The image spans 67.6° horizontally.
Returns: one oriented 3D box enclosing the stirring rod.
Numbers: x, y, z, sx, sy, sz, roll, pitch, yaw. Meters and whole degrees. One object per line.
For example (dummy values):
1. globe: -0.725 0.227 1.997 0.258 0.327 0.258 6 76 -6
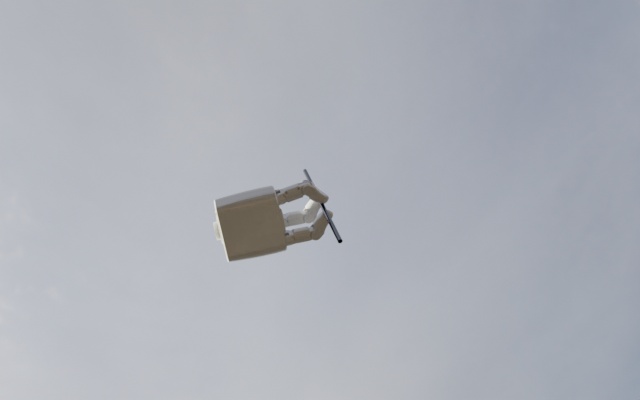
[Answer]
1. stirring rod: 0.000 0.003 0.858 0.011 0.011 0.239 0 31 -18
